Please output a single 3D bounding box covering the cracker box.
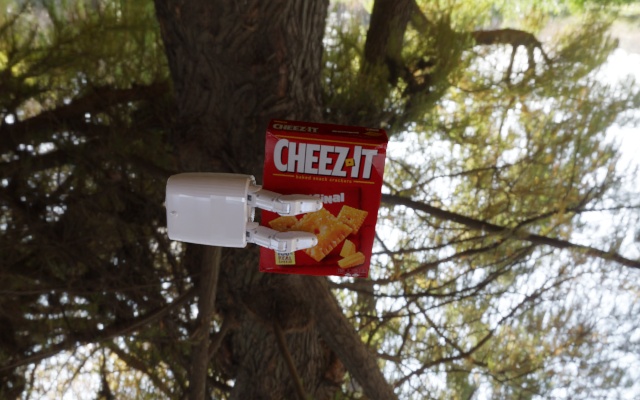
[{"bbox_3d":[0.000,0.002,0.680,0.164,0.214,0.072,5,23,-3],"label":"cracker box"}]
